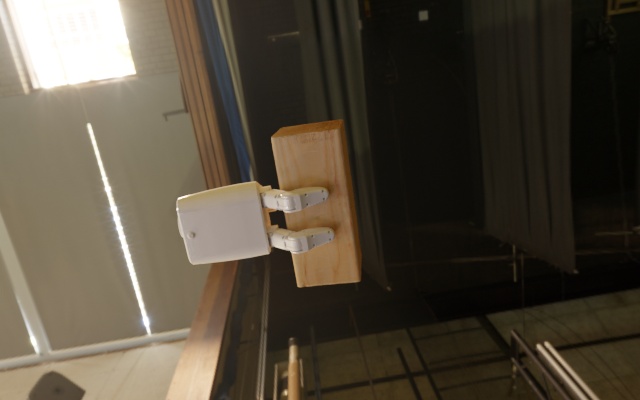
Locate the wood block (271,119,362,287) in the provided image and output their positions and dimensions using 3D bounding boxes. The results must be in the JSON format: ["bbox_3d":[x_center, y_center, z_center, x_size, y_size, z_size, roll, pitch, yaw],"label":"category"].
[{"bbox_3d":[0.000,0.002,0.653,0.090,0.206,0.090,-7,17,7],"label":"wood block"}]
